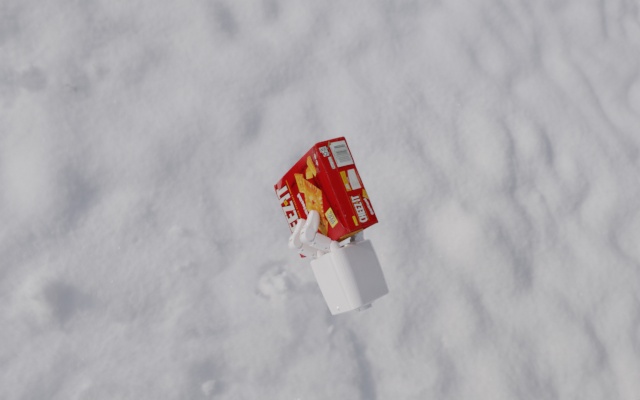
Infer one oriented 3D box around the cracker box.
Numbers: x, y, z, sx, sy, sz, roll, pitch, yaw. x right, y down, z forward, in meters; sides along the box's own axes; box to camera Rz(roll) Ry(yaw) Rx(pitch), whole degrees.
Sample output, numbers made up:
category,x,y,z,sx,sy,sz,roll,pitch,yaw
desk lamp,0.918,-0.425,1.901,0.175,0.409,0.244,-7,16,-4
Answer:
category,x,y,z,sx,sy,sz,roll,pitch,yaw
cracker box,0.000,0.003,0.885,0.072,0.164,0.214,-16,-10,-30
